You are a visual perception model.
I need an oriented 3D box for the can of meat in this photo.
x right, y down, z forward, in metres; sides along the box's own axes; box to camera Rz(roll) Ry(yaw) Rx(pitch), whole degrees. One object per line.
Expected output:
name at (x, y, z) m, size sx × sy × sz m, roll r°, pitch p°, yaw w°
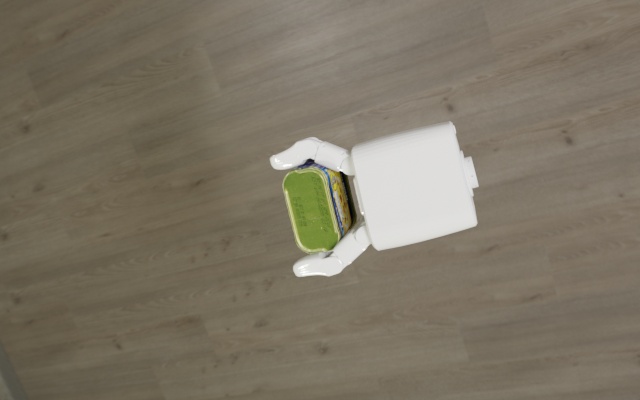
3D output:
can of meat at (0.000, 0.002, 0.552) m, size 0.057 × 0.102 × 0.084 m, roll -10°, pitch 12°, yaw 17°
